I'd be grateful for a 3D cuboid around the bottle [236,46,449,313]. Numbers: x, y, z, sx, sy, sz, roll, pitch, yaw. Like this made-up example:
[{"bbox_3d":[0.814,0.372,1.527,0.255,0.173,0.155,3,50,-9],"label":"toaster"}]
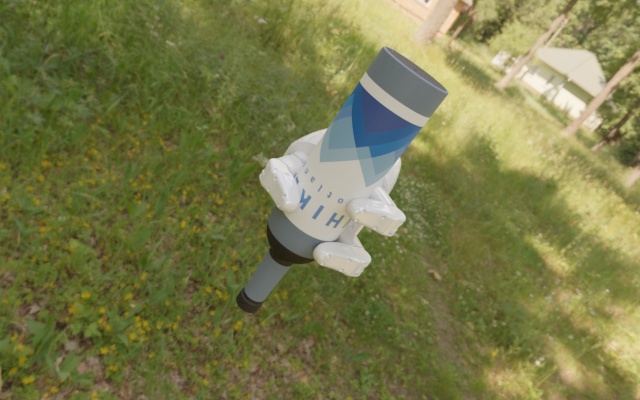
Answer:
[{"bbox_3d":[0.000,0.001,0.451,0.069,0.296,0.069,29,25,-15],"label":"bottle"}]
